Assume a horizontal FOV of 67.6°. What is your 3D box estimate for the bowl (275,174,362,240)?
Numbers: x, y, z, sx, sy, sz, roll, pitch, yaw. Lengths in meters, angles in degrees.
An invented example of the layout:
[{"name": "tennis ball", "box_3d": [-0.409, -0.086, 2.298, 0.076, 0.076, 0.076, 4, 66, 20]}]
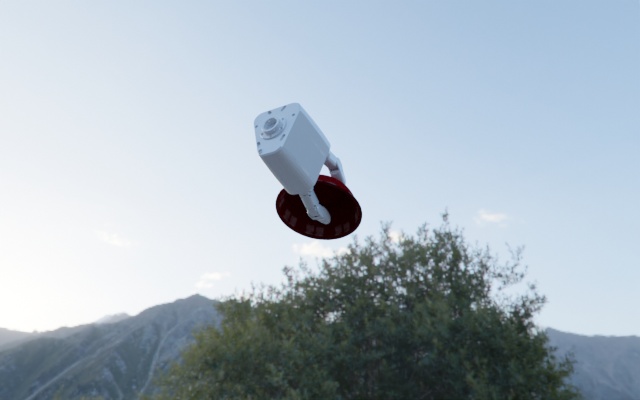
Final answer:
[{"name": "bowl", "box_3d": [0.000, 0.004, 0.890, 0.162, 0.055, 0.162, 7, -43, 6]}]
